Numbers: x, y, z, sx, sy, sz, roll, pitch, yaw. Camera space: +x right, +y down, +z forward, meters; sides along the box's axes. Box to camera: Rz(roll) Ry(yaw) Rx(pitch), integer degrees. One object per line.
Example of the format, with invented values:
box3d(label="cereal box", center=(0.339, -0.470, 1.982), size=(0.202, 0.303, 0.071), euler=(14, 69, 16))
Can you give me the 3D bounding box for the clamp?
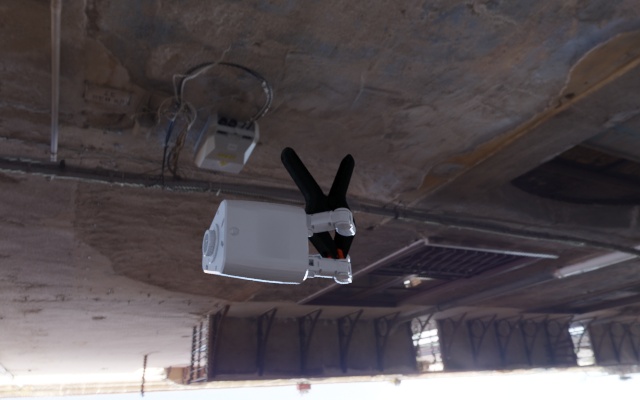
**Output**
box3d(label="clamp", center=(0.000, 0.003, 0.659), size=(0.120, 0.171, 0.039), euler=(9, -26, -25))
